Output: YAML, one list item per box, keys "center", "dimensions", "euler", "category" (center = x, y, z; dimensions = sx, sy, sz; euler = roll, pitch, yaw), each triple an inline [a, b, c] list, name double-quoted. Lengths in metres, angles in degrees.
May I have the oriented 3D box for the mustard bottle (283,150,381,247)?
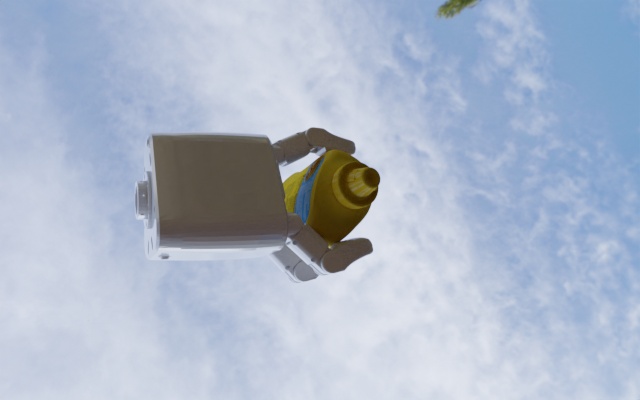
- center: [0.000, 0.002, 0.473]
  dimensions: [0.058, 0.096, 0.192]
  euler: [24, -22, -19]
  category: "mustard bottle"
